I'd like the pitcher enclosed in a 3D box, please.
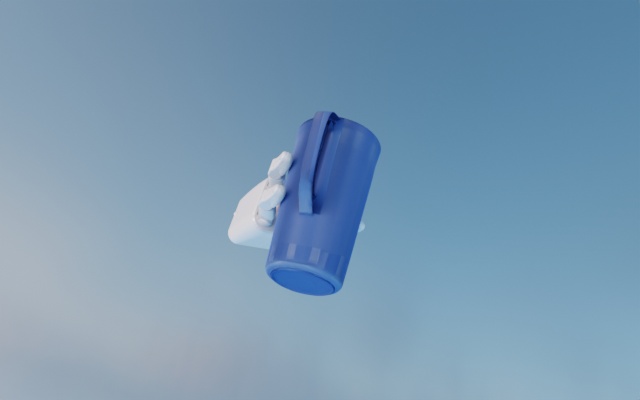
[{"bbox_3d":[0.000,0.002,0.686,0.149,0.242,0.145,29,-31,-25],"label":"pitcher"}]
